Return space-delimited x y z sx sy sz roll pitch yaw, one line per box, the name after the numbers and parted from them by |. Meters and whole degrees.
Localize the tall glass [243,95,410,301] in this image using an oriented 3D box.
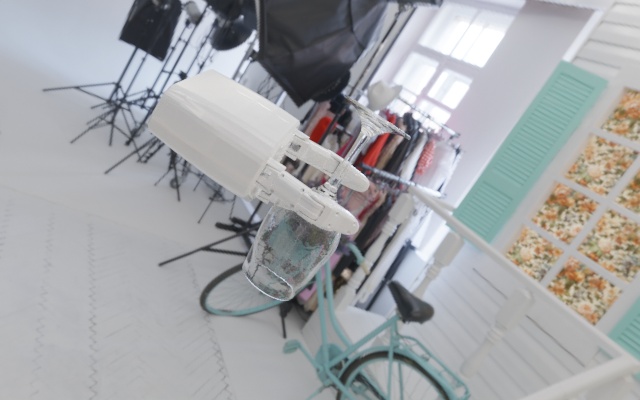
0.001 0.001 0.471 0.079 0.201 0.079 32 11 -7 | tall glass
